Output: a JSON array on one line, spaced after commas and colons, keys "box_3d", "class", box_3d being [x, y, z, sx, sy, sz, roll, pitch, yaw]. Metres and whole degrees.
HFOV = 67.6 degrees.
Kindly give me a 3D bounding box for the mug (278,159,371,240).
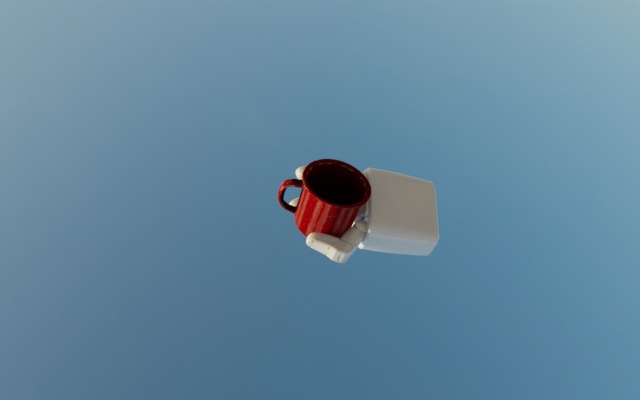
[{"box_3d": [-0.001, 0.002, 0.642, 0.117, 0.093, 0.082, 10, -47, -11], "class": "mug"}]
